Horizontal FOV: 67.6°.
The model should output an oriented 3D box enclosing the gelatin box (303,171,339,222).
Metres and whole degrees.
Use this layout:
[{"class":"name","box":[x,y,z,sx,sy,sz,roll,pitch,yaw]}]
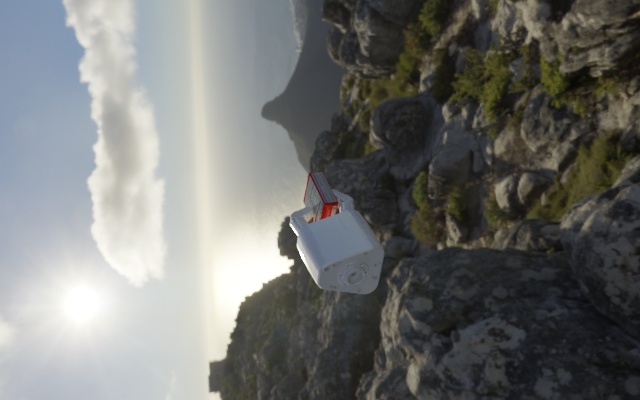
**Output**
[{"class":"gelatin box","box":[0.000,0.003,0.865,0.030,0.073,0.089,-7,45,-21]}]
